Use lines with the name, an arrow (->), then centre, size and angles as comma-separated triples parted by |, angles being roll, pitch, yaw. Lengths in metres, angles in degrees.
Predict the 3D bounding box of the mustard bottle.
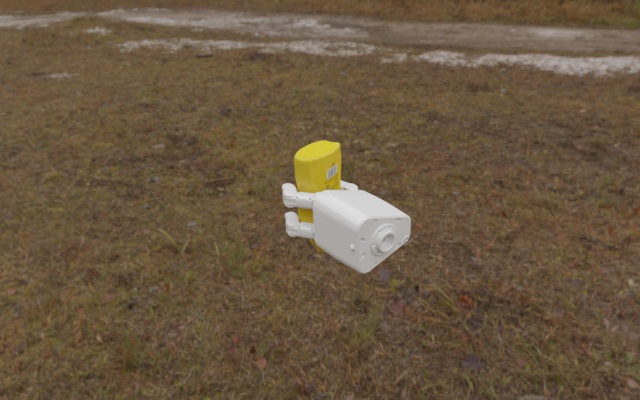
mustard bottle -> 0.000, 0.002, 0.806 | 0.058, 0.192, 0.096 | 12, 30, 28
